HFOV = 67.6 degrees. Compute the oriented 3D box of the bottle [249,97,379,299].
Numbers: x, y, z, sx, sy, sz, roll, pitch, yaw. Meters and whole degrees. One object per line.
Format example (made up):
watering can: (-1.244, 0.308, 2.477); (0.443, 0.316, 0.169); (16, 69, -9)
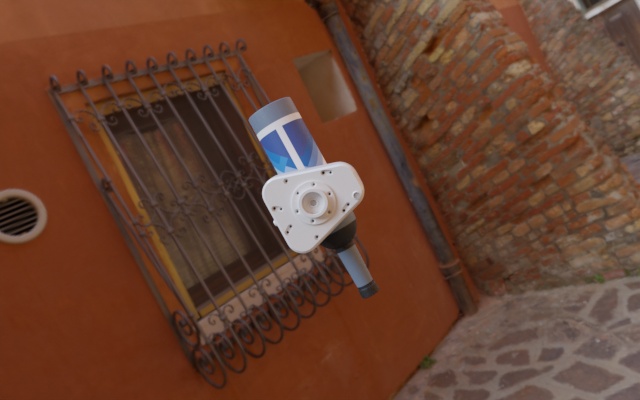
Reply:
bottle: (0.000, 0.002, 0.666); (0.069, 0.296, 0.069); (-29, 1, 1)
